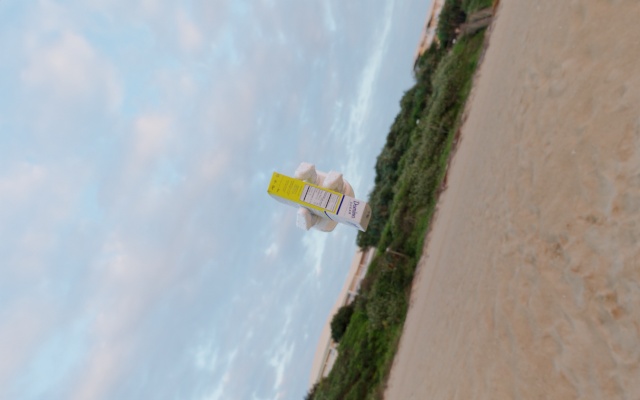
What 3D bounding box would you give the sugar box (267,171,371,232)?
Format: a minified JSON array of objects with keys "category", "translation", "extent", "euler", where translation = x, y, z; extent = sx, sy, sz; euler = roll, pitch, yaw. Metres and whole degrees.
[{"category":"sugar box","translation":[0.000,0.002,0.849],"extent":[0.176,0.048,0.093],"euler":[16,-8,13]}]
